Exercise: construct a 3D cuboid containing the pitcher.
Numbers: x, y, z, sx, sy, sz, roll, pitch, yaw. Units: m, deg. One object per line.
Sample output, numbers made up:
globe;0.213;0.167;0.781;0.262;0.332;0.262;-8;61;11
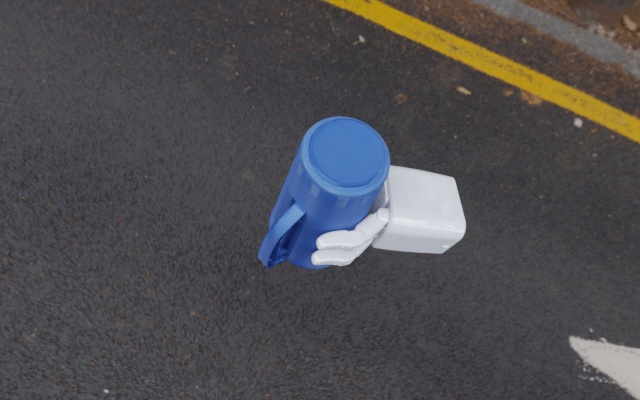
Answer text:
pitcher;0.000;0.002;0.646;0.145;0.149;0.243;8;-26;-8
